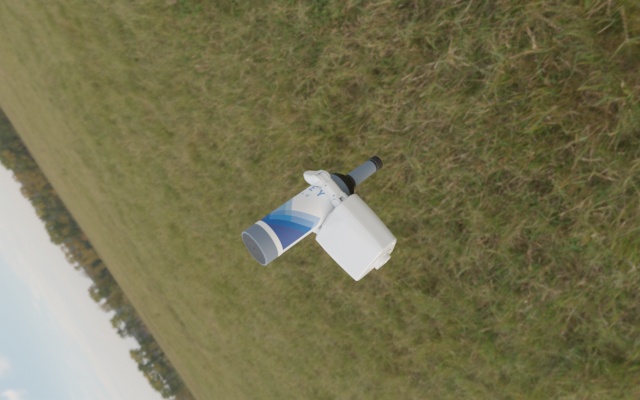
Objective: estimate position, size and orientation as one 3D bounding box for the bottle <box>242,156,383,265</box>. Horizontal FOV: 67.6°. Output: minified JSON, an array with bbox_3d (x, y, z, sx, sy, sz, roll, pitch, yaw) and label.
[{"bbox_3d":[0.000,0.003,0.841,0.295,0.069,0.069,-35,17,-26],"label":"bottle"}]
